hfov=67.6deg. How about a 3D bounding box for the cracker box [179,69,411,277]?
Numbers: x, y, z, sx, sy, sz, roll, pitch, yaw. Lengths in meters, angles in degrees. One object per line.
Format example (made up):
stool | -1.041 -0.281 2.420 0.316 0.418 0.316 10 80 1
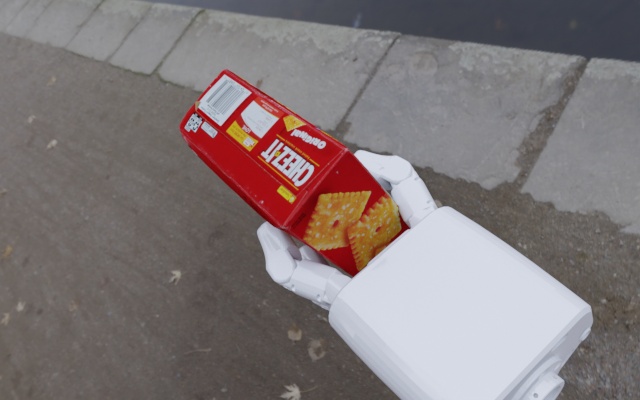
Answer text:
cracker box | 0.000 0.001 0.410 0.164 0.072 0.214 39 -2 40
